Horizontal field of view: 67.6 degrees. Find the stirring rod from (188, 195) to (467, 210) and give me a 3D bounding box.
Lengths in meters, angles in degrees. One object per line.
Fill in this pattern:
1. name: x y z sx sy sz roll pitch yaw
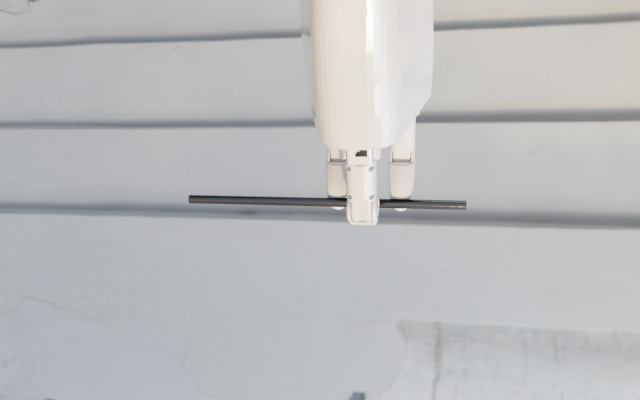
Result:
1. stirring rod: 0.000 0.001 0.410 0.239 0.011 0.011 1 0 11
